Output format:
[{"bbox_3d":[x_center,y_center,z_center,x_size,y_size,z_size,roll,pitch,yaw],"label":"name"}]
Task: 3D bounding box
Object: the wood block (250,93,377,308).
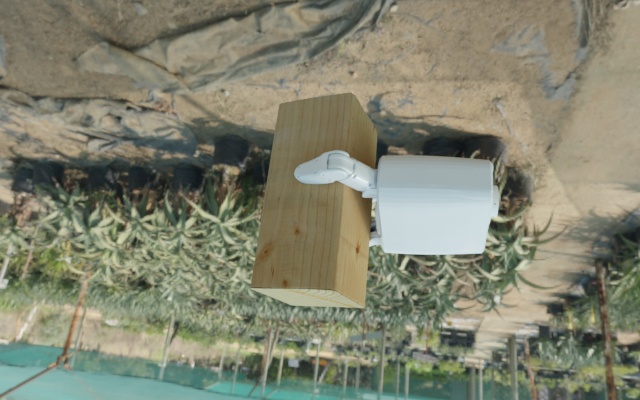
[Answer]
[{"bbox_3d":[0.000,0.002,0.509,0.090,0.206,0.091,-3,-23,24],"label":"wood block"}]
